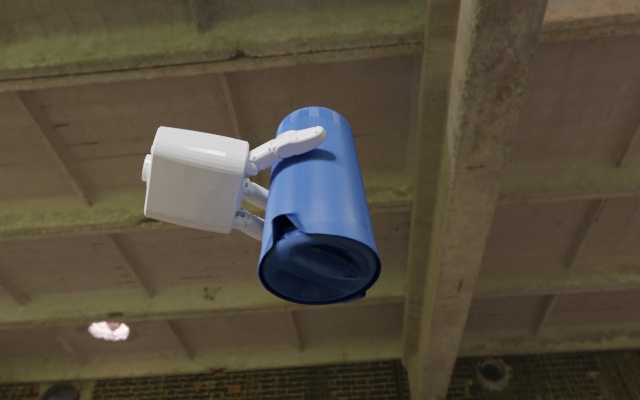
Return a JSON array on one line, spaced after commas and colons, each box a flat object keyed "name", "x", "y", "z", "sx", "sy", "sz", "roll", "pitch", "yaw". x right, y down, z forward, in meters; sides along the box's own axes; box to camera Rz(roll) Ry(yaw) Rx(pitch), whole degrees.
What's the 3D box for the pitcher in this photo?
[{"name": "pitcher", "x": 0.000, "y": 0.002, "z": 0.598, "sx": 0.145, "sy": 0.242, "sz": 0.149, "roll": 9, "pitch": -45, "yaw": -11}]
